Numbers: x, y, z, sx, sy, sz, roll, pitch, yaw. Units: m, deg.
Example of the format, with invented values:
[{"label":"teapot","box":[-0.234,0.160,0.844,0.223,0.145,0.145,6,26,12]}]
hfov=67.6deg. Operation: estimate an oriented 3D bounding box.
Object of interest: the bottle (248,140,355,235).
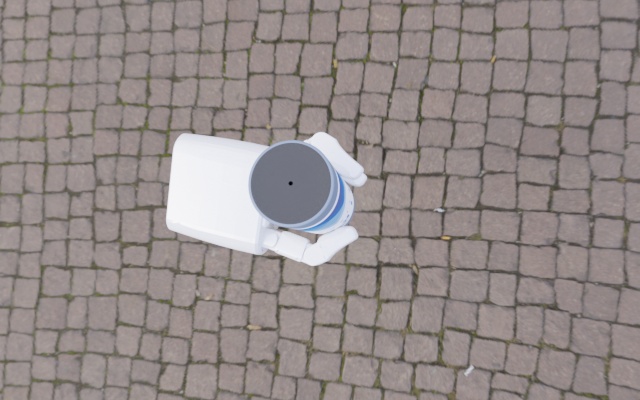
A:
[{"label":"bottle","box":[0.000,0.002,0.502,0.069,0.069,0.296,0,-6,9]}]
